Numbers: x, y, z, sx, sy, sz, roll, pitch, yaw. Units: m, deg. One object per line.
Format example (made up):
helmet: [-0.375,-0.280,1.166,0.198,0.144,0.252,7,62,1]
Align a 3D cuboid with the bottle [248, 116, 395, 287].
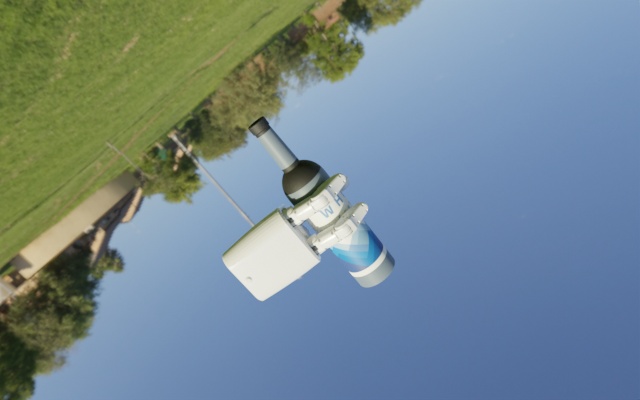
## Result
bottle: [0.000,0.002,0.693,0.069,0.296,0.069,-34,20,14]
